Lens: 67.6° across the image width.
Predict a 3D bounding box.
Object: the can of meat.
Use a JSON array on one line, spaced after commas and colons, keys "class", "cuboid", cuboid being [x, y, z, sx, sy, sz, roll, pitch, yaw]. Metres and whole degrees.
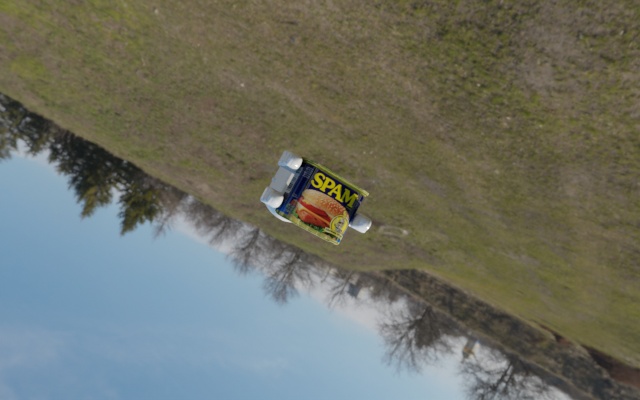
[{"class": "can of meat", "cuboid": [0.000, 0.002, 0.644, 0.102, 0.084, 0.057, 30, -2, -22]}]
